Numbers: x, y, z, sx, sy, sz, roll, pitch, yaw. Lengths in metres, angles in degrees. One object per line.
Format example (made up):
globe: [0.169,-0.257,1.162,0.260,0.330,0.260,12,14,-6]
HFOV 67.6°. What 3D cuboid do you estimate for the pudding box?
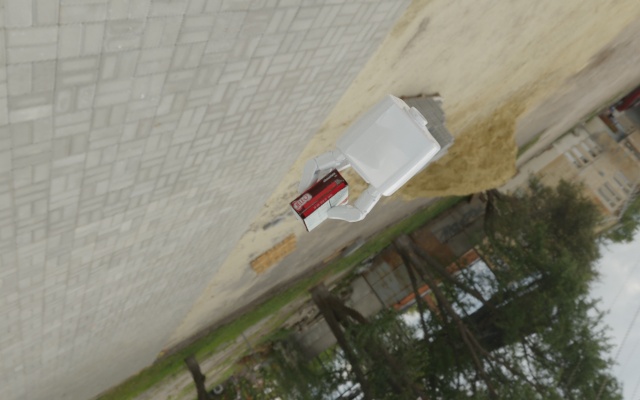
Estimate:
pudding box: [0.000,0.003,0.761,0.090,0.039,0.113,-37,-14,-6]
